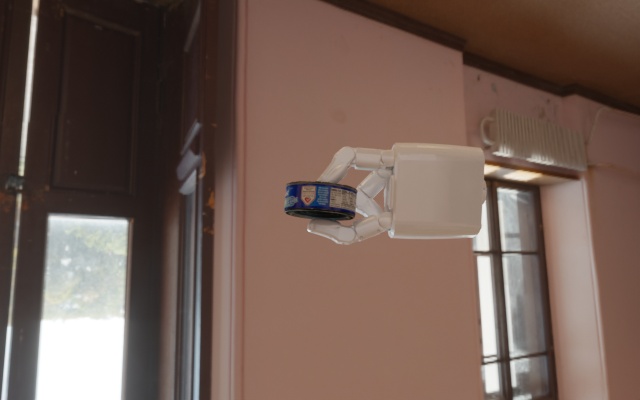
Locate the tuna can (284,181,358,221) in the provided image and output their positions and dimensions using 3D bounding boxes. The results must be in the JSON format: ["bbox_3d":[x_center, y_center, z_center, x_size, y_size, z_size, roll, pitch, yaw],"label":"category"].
[{"bbox_3d":[0.000,0.002,0.565,0.086,0.033,0.086,5,-9,1],"label":"tuna can"}]
